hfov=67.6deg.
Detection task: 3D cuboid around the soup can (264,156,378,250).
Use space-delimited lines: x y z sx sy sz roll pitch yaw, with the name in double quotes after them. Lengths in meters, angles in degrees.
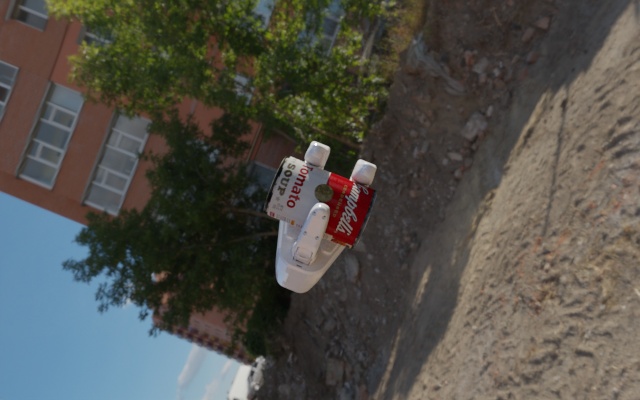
0.000 0.001 0.501 0.102 0.068 0.068 22 0 1 "soup can"
